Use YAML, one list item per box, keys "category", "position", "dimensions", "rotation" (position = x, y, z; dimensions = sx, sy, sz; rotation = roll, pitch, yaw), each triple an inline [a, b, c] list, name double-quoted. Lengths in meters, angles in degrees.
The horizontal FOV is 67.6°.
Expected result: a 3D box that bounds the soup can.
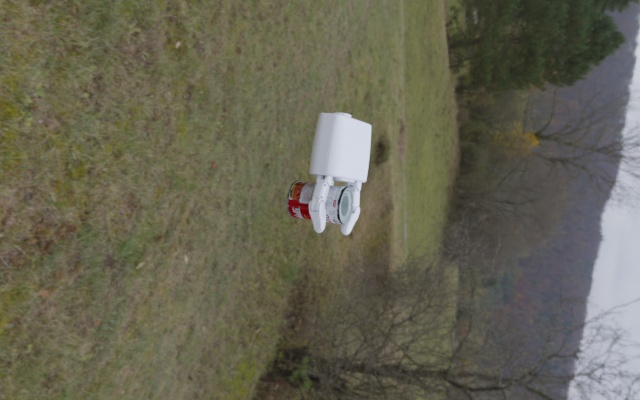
- category: "soup can"
  position: [0.000, 0.003, 0.849]
  dimensions: [0.102, 0.068, 0.068]
  rotation: [8, 3, 25]
